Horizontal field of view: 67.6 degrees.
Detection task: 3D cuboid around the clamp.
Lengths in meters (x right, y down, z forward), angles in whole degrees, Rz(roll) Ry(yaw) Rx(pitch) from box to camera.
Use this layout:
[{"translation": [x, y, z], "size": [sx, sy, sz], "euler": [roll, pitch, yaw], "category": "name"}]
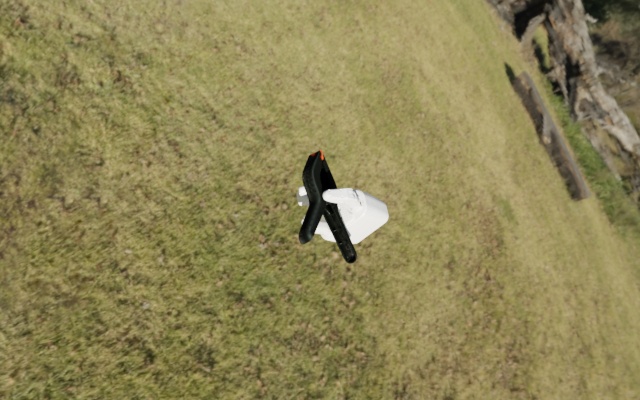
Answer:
[{"translation": [0.001, 0.002, 0.842], "size": [0.036, 0.210, 0.164], "euler": [-21, -22, 25], "category": "clamp"}]
